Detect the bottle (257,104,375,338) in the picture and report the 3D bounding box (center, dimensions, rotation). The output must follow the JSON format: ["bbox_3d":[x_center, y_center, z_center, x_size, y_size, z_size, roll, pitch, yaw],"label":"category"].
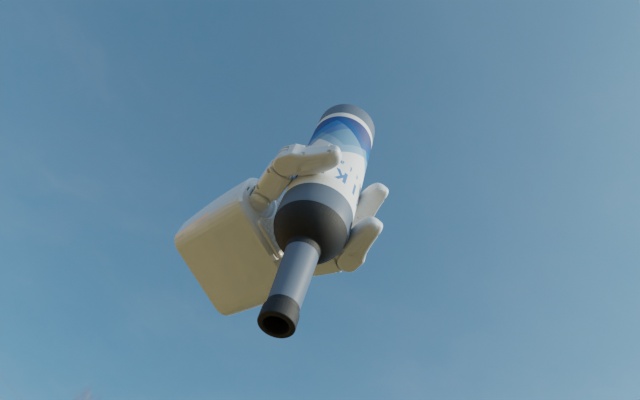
[{"bbox_3d":[0.000,0.001,0.441,0.069,0.069,0.295,0,35,15],"label":"bottle"}]
